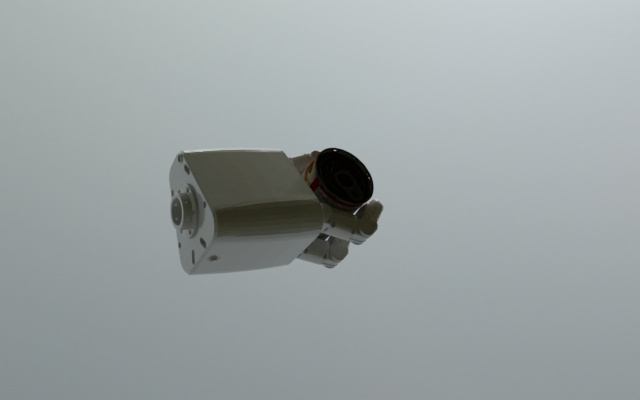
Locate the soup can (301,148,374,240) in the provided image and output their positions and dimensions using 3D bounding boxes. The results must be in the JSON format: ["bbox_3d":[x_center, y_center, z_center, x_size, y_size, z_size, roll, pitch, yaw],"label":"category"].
[{"bbox_3d":[0.000,0.002,0.507,0.068,0.068,0.102,0,-32,-35],"label":"soup can"}]
